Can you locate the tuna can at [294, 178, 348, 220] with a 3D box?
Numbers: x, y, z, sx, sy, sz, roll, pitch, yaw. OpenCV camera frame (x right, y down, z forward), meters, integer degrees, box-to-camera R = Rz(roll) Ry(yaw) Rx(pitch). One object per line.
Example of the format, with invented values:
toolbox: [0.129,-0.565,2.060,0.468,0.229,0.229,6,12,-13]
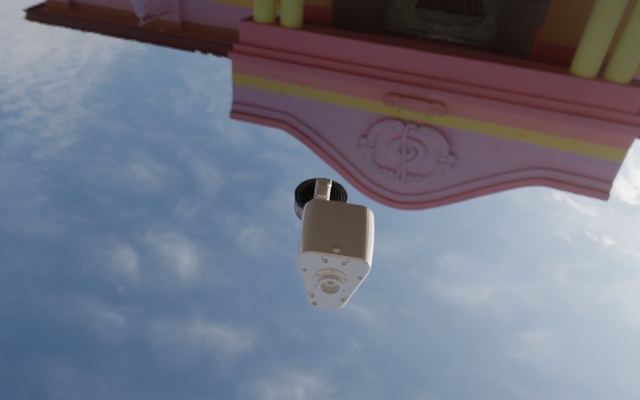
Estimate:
tuna can: [0.000,0.003,0.771,0.086,0.034,0.086,3,41,-3]
